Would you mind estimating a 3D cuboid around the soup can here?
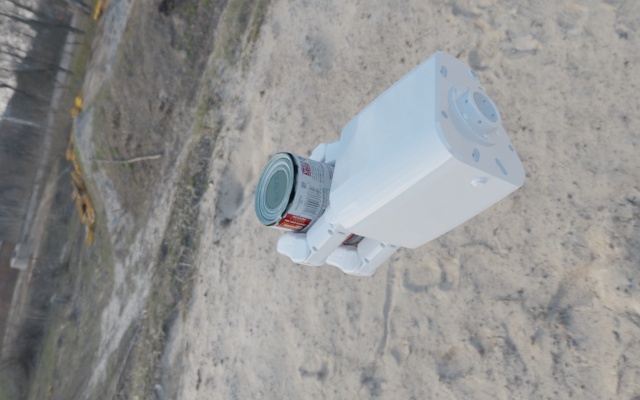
[{"bbox_3d":[0.000,0.001,0.436,0.102,0.068,0.068,16,-9,-33],"label":"soup can"}]
